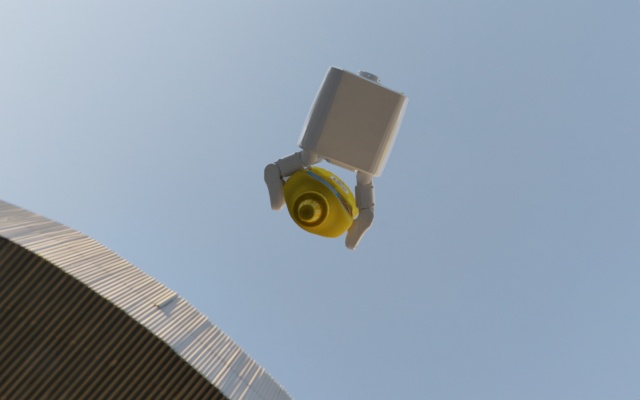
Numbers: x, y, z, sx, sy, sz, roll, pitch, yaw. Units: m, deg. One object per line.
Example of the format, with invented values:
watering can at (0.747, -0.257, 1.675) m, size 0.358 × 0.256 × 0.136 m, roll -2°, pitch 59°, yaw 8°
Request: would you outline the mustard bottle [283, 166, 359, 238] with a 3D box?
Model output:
mustard bottle at (0.000, 0.002, 0.603) m, size 0.058 × 0.096 × 0.191 m, roll -44°, pitch -1°, yaw 10°
